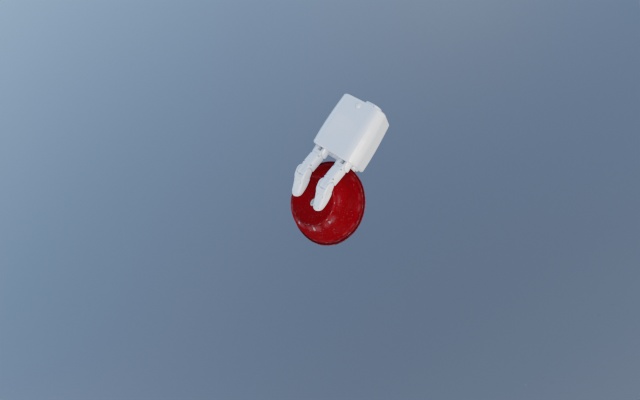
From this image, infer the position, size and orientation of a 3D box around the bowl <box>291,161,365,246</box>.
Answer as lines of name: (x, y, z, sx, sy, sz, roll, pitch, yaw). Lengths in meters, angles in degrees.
bowl: (0.000, 0.004, 0.889, 0.162, 0.162, 0.055, 0, -5, 32)
